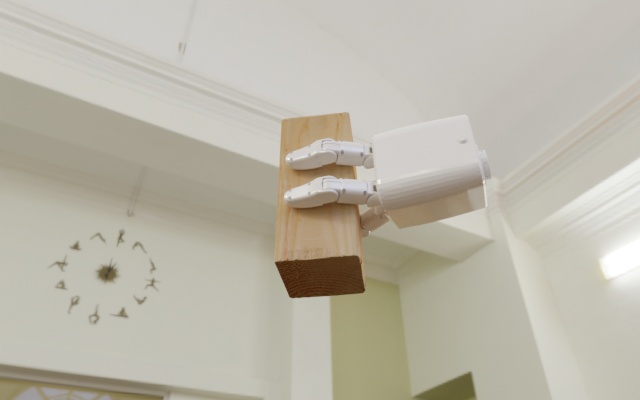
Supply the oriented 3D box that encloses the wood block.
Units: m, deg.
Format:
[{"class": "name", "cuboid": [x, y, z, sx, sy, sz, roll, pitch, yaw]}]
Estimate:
[{"class": "wood block", "cuboid": [0.001, 0.002, 0.574, 0.090, 0.206, 0.091, -5, -37, 6]}]
